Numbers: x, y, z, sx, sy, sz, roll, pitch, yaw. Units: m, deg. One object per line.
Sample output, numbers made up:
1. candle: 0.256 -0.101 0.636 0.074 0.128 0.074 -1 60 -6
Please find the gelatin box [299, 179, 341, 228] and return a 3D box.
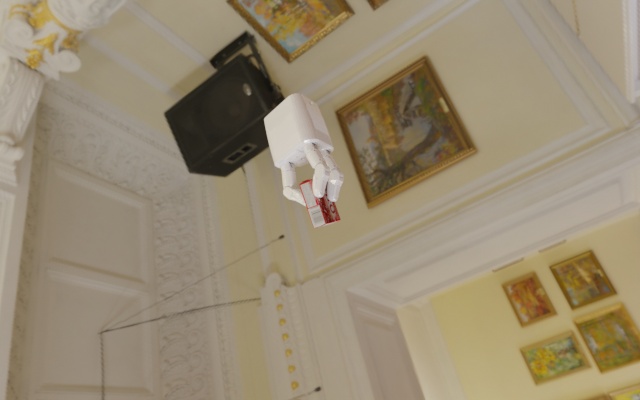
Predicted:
1. gelatin box: 0.000 0.003 0.896 0.030 0.089 0.073 -20 -4 24
